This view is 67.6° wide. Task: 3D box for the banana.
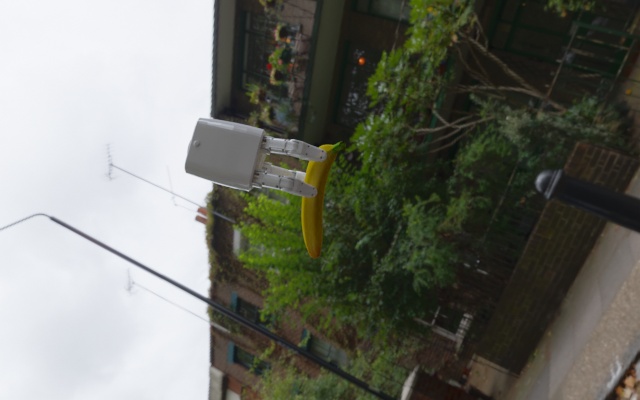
[{"bbox_3d":[-0.006,-0.007,0.772,0.037,0.198,0.069,4,19,-22],"label":"banana"}]
